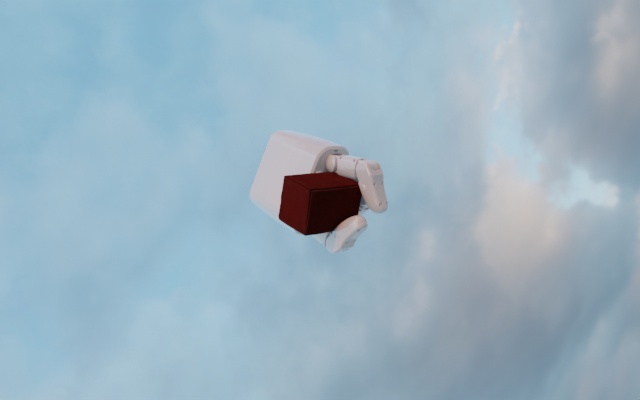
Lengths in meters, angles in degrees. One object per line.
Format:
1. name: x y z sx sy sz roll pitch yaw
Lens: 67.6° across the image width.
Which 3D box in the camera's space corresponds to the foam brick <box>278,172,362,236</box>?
1. foam brick: 0.000 0.002 0.530 0.078 0.053 0.051 -7 24 -41
